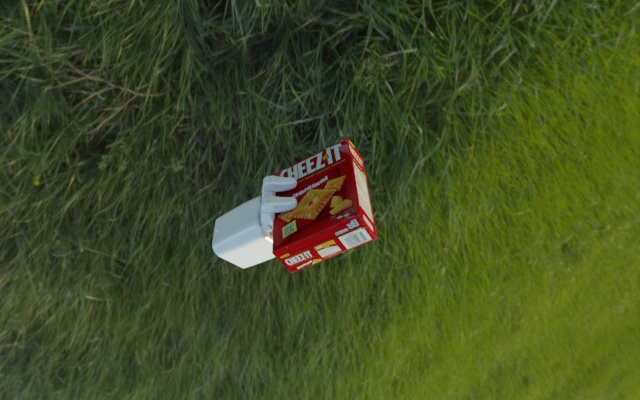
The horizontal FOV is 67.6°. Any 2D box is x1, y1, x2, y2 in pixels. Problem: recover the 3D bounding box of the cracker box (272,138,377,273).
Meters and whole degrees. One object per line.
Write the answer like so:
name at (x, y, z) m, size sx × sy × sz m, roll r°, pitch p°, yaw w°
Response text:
cracker box at (0.000, 0.003, 0.844) m, size 0.164 × 0.213 × 0.072 m, roll -24°, pitch -51°, yaw 17°
